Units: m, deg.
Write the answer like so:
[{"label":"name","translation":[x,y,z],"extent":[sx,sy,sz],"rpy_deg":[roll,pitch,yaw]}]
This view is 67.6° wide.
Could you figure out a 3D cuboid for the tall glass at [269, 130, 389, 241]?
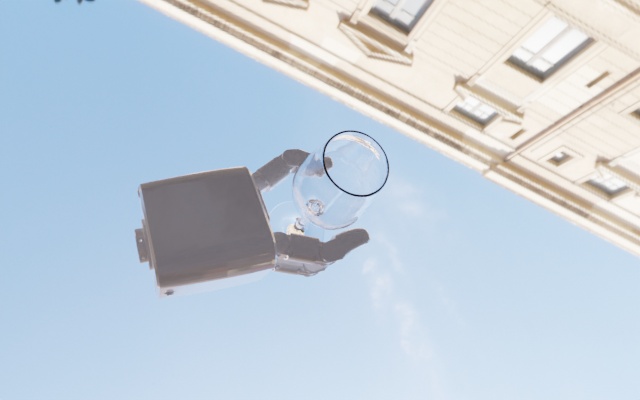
[{"label":"tall glass","translation":[0.000,0.002,0.492],"extent":[0.079,0.079,0.201],"rpy_deg":[0,-20,-19]}]
